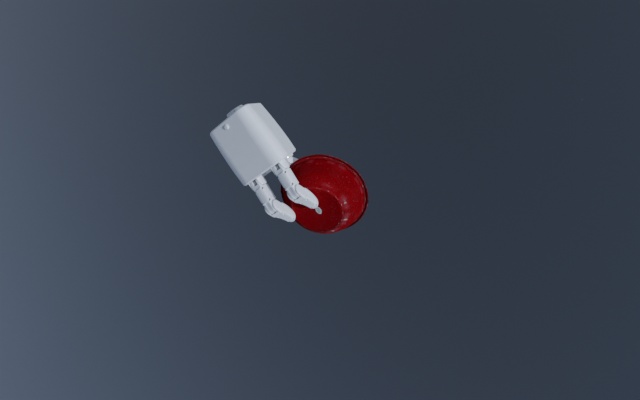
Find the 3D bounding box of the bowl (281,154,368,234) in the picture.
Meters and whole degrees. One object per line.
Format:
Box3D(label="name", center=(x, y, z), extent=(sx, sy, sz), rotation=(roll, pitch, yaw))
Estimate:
Box3D(label="bowl", center=(0.001, 0.004, 0.837), extent=(0.162, 0.162, 0.055), rotation=(0, 32, 15))
